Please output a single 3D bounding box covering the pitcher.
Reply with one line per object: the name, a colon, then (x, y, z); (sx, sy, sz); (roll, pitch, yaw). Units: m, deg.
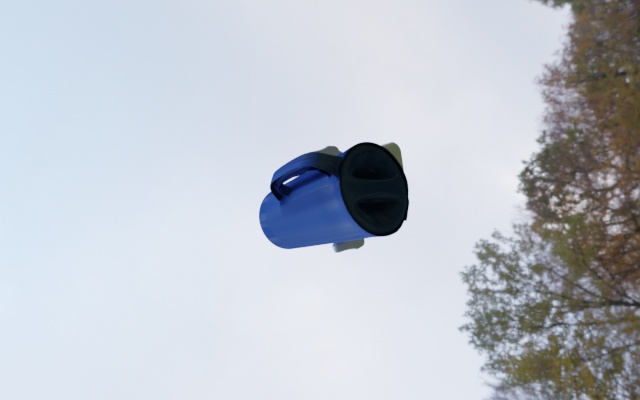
pitcher: (0.000, 0.002, 0.734); (0.145, 0.149, 0.243); (-27, 5, -40)
